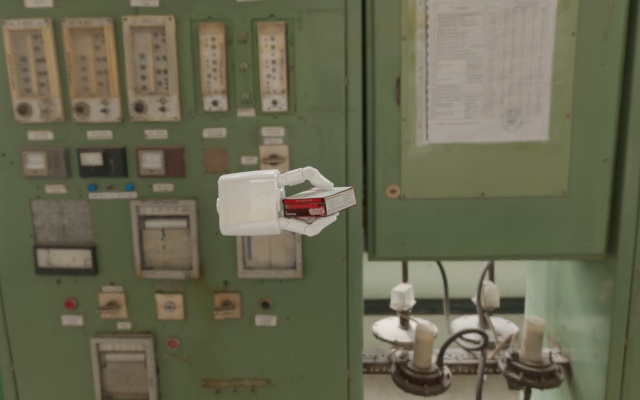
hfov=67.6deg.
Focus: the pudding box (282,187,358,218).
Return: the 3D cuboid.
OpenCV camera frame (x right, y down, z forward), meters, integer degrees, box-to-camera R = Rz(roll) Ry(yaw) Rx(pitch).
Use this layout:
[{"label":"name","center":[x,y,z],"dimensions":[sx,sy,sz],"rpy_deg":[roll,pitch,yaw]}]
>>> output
[{"label":"pudding box","center":[0.000,0.003,0.847],"dimensions":[0.090,0.039,0.113],"rpy_deg":[-1,12,33]}]
